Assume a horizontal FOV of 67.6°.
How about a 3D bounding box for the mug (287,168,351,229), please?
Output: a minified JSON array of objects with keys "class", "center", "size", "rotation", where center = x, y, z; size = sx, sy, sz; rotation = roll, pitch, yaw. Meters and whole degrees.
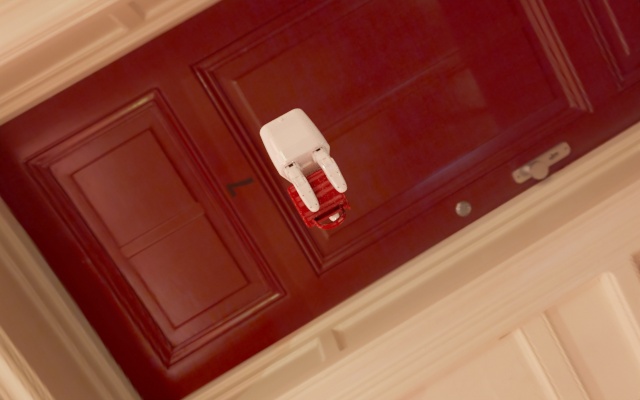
[{"class":"mug","center":[0.001,0.004,0.828],"size":[0.081,0.117,0.093],"rotation":[-29,-34,-1]}]
